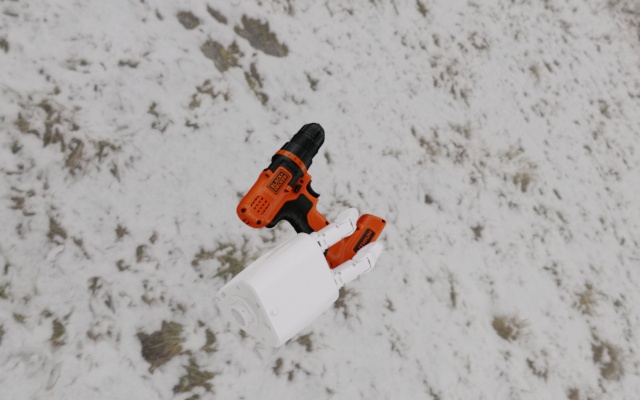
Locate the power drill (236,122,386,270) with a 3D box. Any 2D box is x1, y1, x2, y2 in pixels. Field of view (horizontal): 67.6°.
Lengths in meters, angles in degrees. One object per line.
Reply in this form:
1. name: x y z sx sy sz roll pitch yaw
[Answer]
1. power drill: 0.000 0.003 0.681 0.187 0.184 0.057 39 -21 -8
